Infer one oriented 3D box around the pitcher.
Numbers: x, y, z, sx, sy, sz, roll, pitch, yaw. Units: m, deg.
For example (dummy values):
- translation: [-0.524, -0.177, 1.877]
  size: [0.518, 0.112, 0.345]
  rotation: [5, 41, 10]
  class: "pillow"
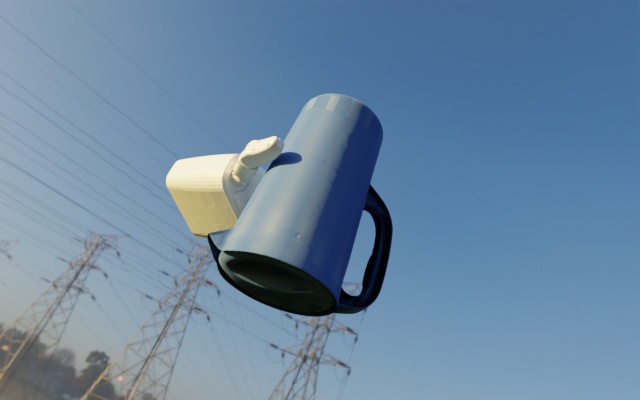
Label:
- translation: [0.000, 0.002, 0.542]
  size: [0.145, 0.242, 0.149]
  rotation: [-1, -38, 33]
  class: "pitcher"
